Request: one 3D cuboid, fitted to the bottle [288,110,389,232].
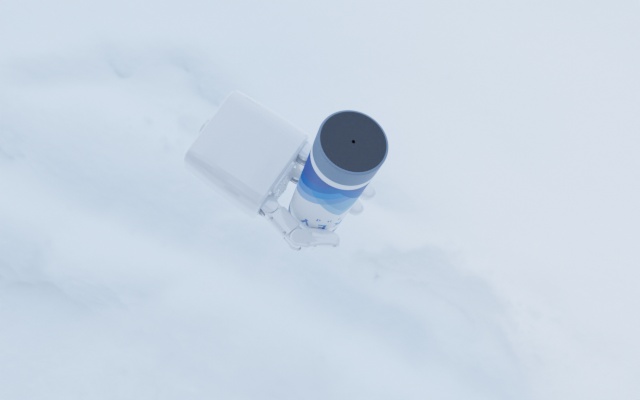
[{"bbox_3d":[0.000,0.002,0.560,0.069,0.069,0.296,0,-22,-13],"label":"bottle"}]
